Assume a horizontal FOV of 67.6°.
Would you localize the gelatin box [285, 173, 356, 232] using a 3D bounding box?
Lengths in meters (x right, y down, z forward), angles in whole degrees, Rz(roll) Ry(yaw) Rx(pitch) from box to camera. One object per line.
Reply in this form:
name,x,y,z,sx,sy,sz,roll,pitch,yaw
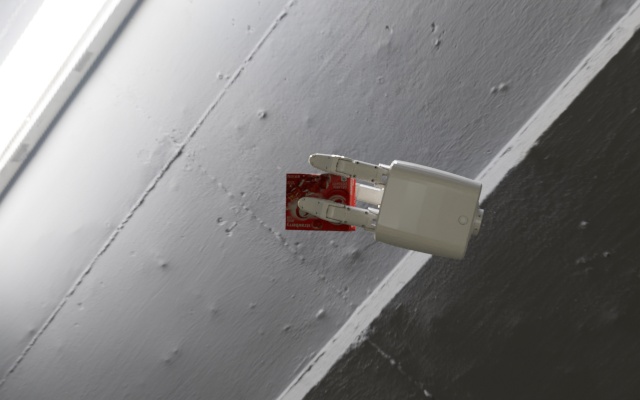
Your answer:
gelatin box,0.000,0.002,0.606,0.089,0.073,0.030,1,0,22
